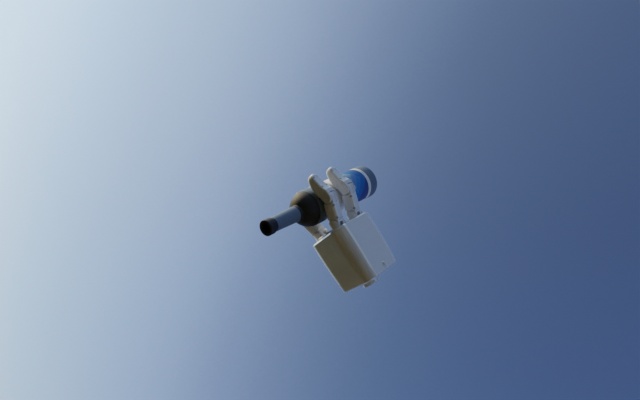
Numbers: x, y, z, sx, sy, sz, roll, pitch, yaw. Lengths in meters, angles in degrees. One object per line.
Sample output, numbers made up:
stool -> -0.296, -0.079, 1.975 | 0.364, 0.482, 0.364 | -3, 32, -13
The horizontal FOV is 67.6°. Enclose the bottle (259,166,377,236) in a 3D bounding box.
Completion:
bottle -> 0.000, 0.003, 0.868 | 0.069, 0.069, 0.295 | 0, 16, 38
